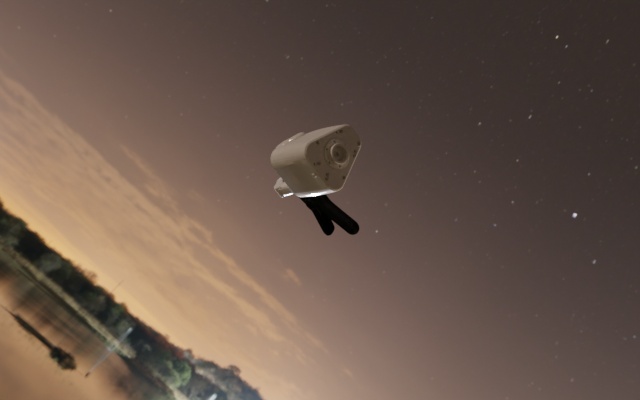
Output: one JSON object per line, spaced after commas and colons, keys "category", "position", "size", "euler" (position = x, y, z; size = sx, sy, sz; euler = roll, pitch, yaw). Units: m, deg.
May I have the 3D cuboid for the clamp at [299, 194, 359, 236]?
{"category": "clamp", "position": [0.000, 0.002, 0.873], "size": [0.039, 0.171, 0.120], "euler": [-49, 24, -26]}
